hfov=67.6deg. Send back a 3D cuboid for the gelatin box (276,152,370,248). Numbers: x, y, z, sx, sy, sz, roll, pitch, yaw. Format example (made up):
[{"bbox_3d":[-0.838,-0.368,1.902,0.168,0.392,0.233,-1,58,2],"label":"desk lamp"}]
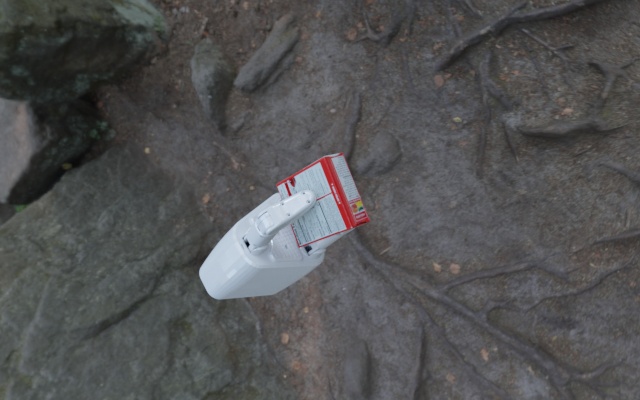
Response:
[{"bbox_3d":[0.000,0.002,0.484,0.030,0.073,0.089,-18,-5,-42],"label":"gelatin box"}]
